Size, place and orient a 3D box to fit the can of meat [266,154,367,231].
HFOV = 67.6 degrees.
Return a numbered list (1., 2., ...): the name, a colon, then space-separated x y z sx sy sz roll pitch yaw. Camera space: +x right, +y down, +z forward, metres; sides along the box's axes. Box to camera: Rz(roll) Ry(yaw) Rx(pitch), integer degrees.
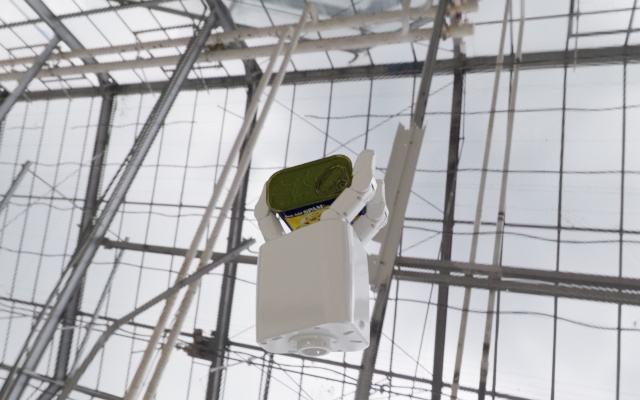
1. can of meat: 0.000 0.002 0.555 0.102 0.057 0.084 -15 -37 13
